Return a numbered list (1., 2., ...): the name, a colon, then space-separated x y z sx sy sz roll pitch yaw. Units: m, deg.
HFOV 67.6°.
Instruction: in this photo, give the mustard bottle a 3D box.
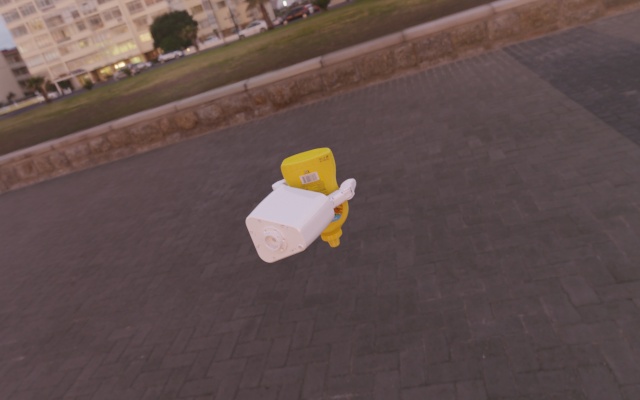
1. mustard bottle: 0.000 0.003 0.896 0.096 0.192 0.058 -15 22 10
